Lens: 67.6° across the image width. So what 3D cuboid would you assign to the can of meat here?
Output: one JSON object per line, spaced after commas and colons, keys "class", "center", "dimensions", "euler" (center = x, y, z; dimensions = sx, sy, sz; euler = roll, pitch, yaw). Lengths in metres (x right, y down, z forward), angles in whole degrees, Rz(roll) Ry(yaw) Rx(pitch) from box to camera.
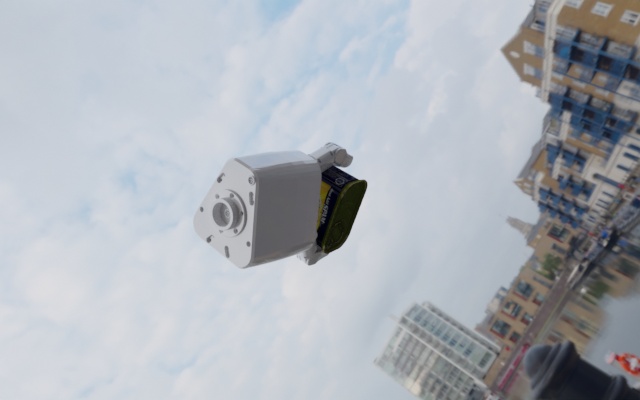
{"class": "can of meat", "center": [0.000, 0.002, 0.607], "dimensions": [0.084, 0.102, 0.057], "euler": [31, 28, 26]}
